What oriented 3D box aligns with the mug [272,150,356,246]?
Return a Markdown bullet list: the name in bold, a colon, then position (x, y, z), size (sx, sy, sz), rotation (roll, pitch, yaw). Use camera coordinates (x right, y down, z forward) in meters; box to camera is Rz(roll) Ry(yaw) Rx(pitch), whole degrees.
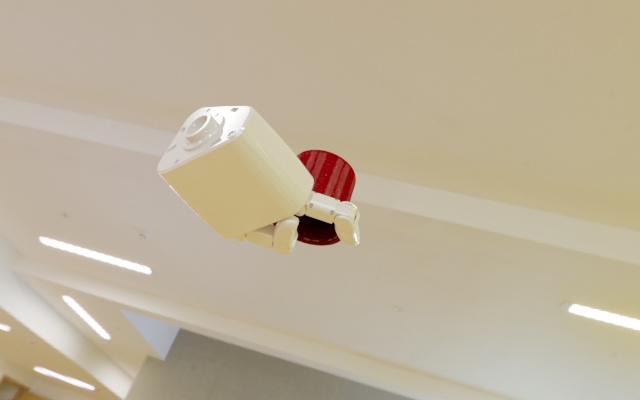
- **mug**: position (0.001, 0.003, 0.572), size (0.093, 0.081, 0.117), rotation (-7, -41, 34)
